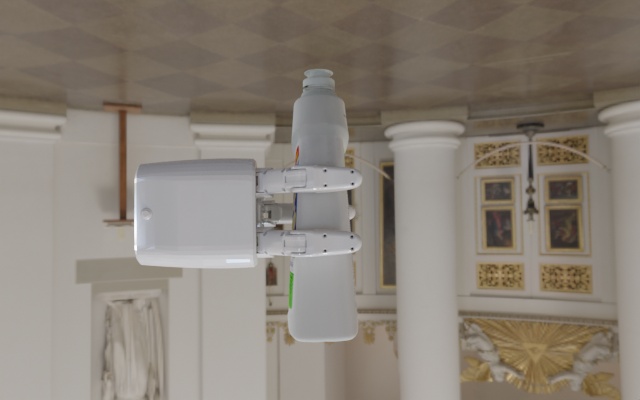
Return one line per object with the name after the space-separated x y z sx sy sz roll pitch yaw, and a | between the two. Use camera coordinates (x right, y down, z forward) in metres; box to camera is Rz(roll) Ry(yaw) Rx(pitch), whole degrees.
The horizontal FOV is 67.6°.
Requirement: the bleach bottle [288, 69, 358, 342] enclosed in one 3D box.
0.000 0.002 0.468 0.068 0.251 0.102 -1 -2 -3 | bleach bottle
